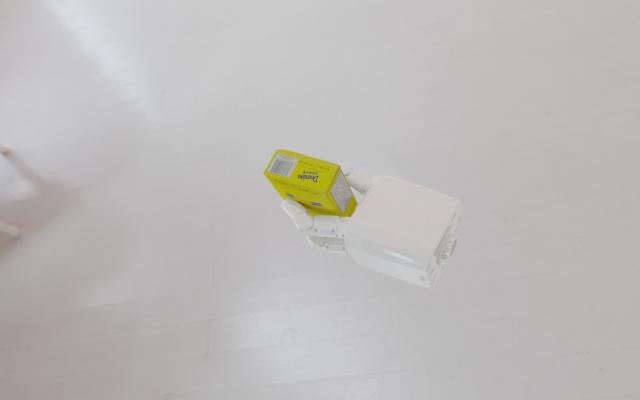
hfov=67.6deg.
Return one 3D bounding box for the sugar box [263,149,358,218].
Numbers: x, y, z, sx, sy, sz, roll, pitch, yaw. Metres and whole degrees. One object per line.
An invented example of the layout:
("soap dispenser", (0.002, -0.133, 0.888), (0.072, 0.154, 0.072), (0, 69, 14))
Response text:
("sugar box", (0.000, 0.003, 0.639), (0.093, 0.048, 0.176), (18, -22, 26))
